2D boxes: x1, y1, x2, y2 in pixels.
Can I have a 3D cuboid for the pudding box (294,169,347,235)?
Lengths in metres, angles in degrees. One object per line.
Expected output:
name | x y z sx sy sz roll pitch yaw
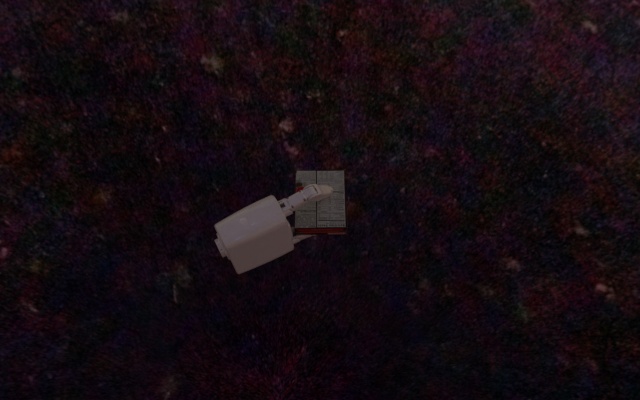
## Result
pudding box | 0.000 0.003 0.818 0.090 0.113 0.039 0 -21 -1
